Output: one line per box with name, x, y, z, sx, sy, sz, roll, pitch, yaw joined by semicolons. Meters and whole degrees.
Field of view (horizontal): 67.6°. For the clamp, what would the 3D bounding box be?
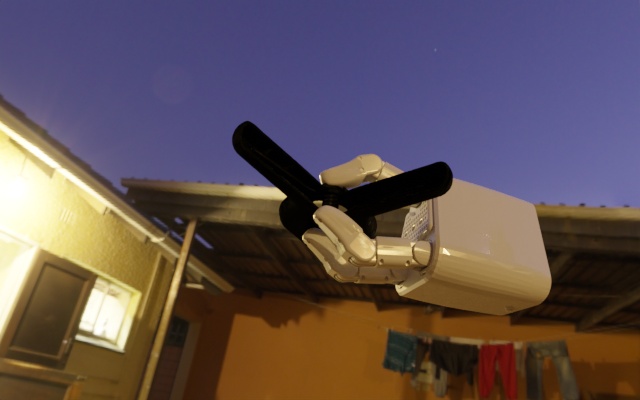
clamp;0.000;0.001;0.429;0.164;0.036;0.210;16;-25;-5
